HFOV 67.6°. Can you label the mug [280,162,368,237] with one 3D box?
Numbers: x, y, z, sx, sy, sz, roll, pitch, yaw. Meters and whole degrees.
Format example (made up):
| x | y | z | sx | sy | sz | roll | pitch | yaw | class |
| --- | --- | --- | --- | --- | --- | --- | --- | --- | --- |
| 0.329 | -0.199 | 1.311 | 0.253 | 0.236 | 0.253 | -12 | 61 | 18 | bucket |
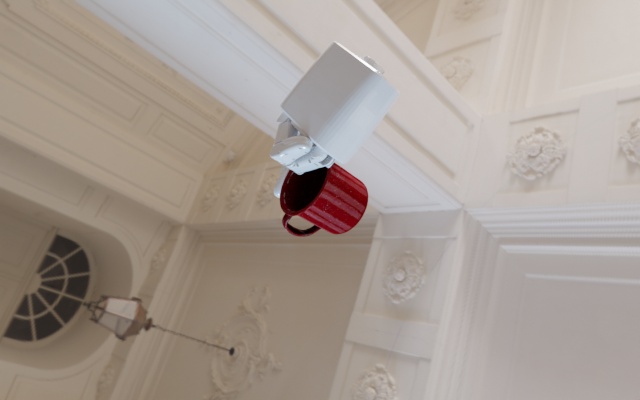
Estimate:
| x | y | z | sx | sy | sz | roll | pitch | yaw | class |
| --- | --- | --- | --- | --- | --- | --- | --- | --- | --- |
| -0.001 | 0.003 | 0.622 | 0.081 | 0.117 | 0.093 | 31 | 16 | -35 | mug |
